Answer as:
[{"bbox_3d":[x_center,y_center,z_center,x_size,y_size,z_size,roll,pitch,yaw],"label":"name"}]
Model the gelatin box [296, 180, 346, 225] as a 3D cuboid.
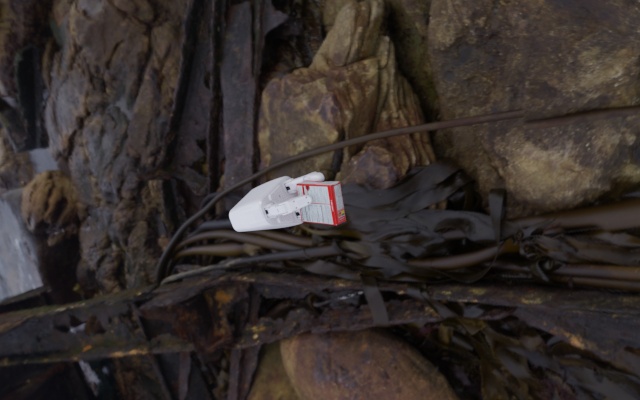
[{"bbox_3d":[0.000,0.003,0.854,0.089,0.073,0.030,4,18,43],"label":"gelatin box"}]
